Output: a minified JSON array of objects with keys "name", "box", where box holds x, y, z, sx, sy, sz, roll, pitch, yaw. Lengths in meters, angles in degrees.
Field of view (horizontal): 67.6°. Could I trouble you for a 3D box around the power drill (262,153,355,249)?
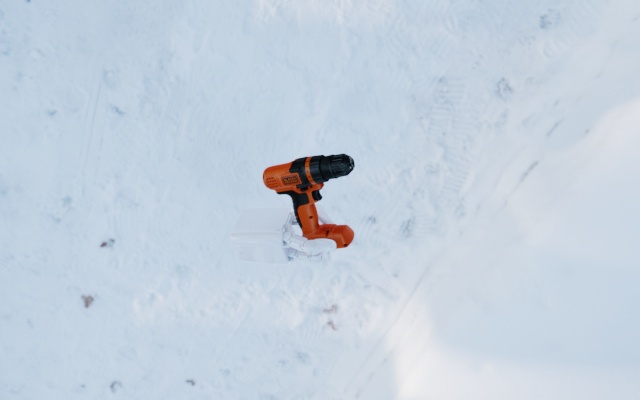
[{"name":"power drill","box":[0.000,0.003,0.899,0.184,0.188,0.057,-7,27,29]}]
